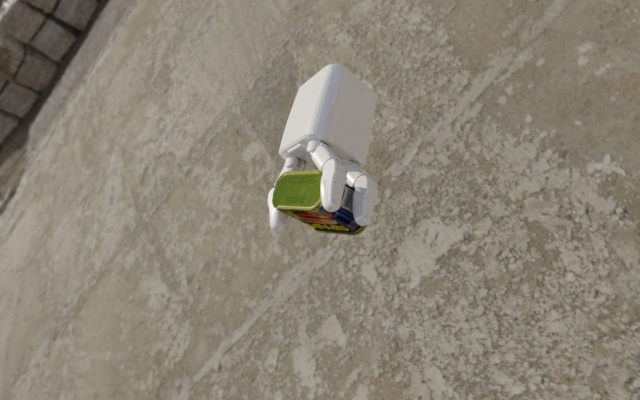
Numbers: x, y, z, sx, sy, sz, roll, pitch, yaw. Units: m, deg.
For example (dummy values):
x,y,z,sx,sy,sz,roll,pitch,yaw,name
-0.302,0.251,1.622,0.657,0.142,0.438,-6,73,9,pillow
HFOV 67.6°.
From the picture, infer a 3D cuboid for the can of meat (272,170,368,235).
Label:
x,y,z,sx,sy,sz,roll,pitch,yaw,name
0.000,0.002,0.603,0.102,0.057,0.084,1,-21,46,can of meat
